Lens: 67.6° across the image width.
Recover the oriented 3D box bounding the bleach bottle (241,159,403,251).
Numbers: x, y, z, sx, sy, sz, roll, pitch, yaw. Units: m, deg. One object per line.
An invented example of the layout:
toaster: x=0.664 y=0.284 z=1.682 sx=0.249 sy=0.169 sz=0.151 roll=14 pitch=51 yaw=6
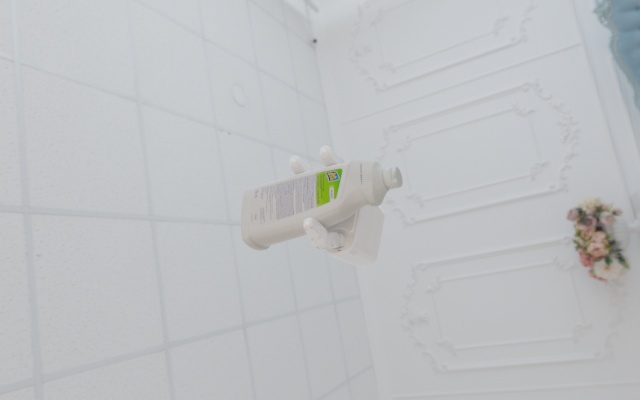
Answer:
bleach bottle: x=0.000 y=0.002 z=0.715 sx=0.251 sy=0.102 sz=0.068 roll=-14 pitch=-26 yaw=25
